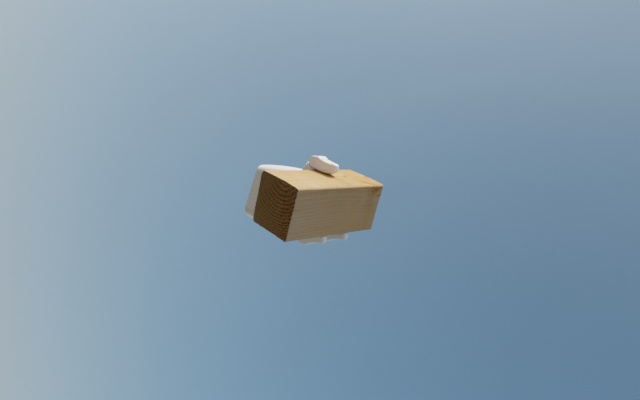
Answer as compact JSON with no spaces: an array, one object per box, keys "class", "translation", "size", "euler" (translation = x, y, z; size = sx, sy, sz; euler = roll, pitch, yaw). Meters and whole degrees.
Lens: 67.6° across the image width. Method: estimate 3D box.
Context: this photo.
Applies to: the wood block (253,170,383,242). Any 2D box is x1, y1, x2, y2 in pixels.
[{"class":"wood block","translation":[0.000,0.002,0.813],"size":[0.206,0.091,0.090],"euler":[-5,25,-45]}]
